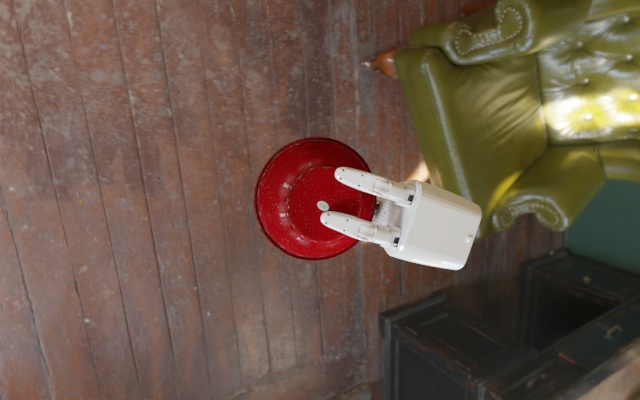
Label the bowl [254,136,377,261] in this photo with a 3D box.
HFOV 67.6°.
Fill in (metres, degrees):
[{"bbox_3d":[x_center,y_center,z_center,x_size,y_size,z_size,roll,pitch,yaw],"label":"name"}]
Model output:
[{"bbox_3d":[-0.001,0.002,0.590,0.162,0.162,0.055,0,7,-11],"label":"bowl"}]
